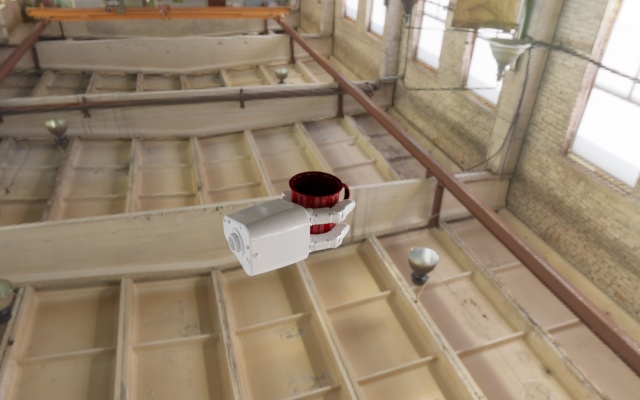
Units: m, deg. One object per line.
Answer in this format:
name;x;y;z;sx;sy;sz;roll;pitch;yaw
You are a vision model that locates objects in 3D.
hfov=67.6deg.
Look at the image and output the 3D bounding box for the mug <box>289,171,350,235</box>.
mug;0.001;0.003;0.839;0.117;0.081;0.093;-16;36;-29
